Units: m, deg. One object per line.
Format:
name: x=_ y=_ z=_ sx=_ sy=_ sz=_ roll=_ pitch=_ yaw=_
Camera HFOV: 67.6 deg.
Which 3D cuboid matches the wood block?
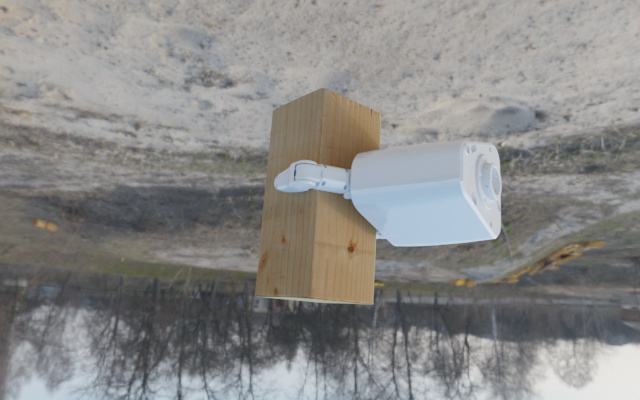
wood block: x=0.000 y=0.002 z=0.507 sx=0.091 sy=0.206 sz=0.090 roll=15 pitch=-17 yaw=-39
